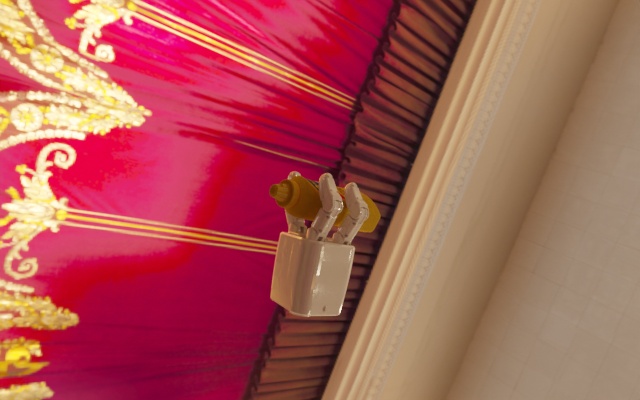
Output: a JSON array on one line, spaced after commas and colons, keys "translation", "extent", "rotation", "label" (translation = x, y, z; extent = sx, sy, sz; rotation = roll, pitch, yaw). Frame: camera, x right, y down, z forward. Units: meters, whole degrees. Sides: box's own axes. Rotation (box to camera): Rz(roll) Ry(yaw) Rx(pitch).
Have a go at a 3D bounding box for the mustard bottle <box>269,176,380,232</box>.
[{"translation": [0.000, 0.002, 0.728], "extent": [0.191, 0.058, 0.096], "rotation": [13, 21, -44], "label": "mustard bottle"}]
